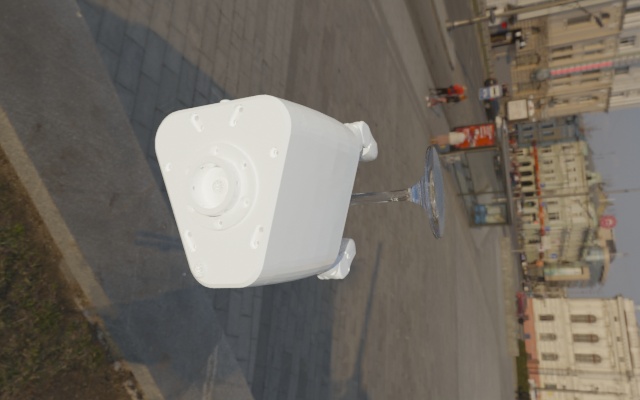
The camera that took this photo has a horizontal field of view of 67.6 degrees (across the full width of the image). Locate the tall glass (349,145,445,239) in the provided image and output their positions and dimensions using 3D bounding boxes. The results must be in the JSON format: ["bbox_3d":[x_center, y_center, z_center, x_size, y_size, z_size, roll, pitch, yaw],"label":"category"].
[{"bbox_3d":[0.001,0.001,0.414,0.201,0.079,0.079,-5,-2,23],"label":"tall glass"}]
